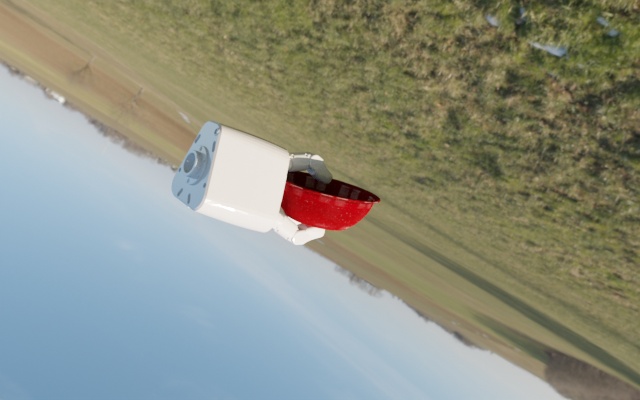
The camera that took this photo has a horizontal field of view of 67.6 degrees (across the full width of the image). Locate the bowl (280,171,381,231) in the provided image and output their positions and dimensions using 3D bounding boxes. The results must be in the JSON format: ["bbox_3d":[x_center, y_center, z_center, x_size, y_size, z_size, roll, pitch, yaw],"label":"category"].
[{"bbox_3d":[0.001,0.003,0.678,0.162,0.055,0.162,14,10,-3],"label":"bowl"}]
